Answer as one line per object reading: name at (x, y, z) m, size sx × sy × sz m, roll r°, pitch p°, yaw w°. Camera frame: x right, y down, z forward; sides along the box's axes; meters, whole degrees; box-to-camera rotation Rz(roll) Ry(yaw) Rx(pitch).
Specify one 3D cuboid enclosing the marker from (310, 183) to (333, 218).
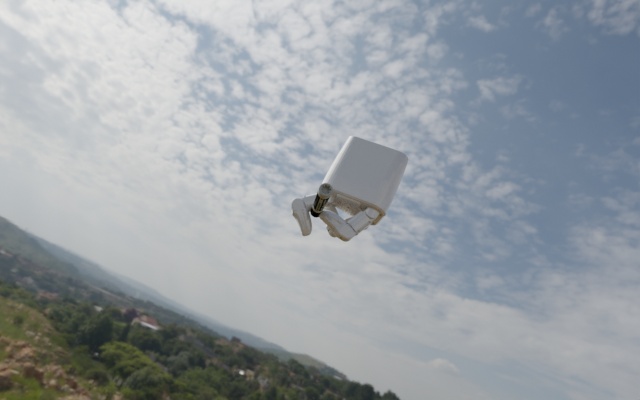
marker at (0.000, 0.002, 0.691) m, size 0.020 × 0.020 × 0.121 m, roll 0°, pitch -17°, yaw -7°
